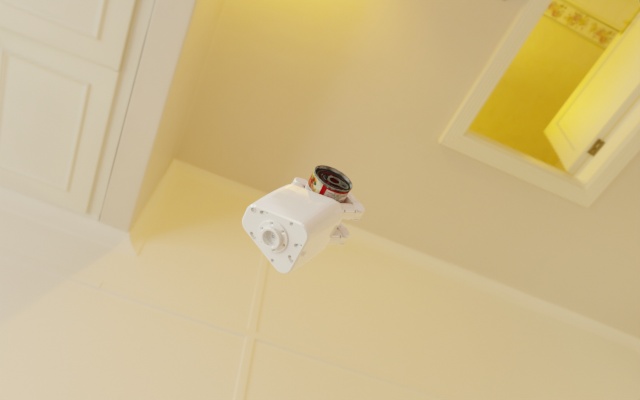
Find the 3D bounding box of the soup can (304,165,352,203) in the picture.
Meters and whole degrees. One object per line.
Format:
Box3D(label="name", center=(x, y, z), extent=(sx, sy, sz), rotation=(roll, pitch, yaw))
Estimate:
Box3D(label="soup can", center=(0.000, 0.003, 0.787), extent=(0.068, 0.102, 0.068), rotation=(21, 29, -13))
